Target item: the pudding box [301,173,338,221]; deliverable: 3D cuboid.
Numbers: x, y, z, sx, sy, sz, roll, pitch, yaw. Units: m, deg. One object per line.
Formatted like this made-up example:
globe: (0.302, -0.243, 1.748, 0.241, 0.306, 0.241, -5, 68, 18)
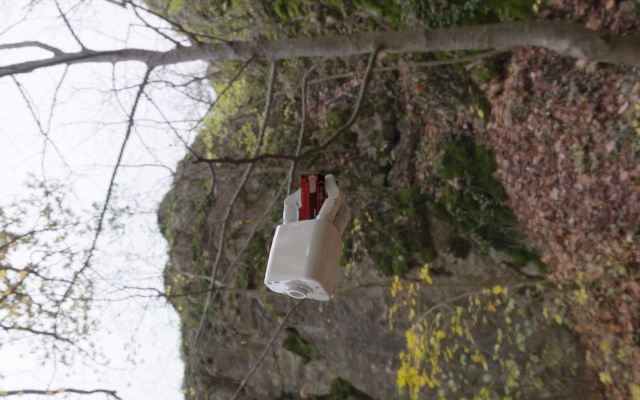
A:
pudding box: (0.000, 0.003, 0.861, 0.039, 0.090, 0.113, -1, -5, 18)
